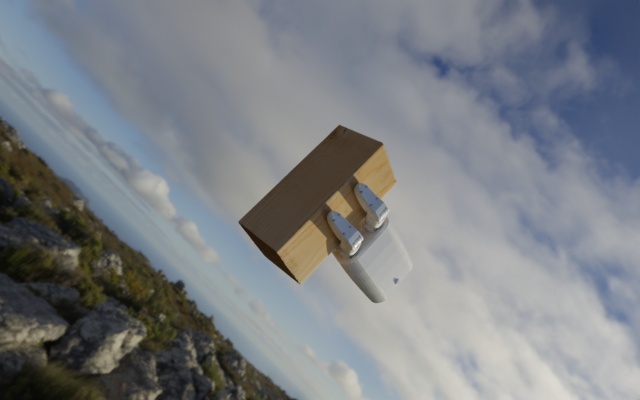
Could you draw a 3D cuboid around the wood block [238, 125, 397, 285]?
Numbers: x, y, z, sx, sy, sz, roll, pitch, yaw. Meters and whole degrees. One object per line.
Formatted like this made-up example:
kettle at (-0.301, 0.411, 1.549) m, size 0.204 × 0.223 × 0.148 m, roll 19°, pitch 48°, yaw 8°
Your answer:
wood block at (0.000, 0.002, 0.674) m, size 0.090 × 0.206 × 0.090 m, roll 30°, pitch -21°, yaw 41°
